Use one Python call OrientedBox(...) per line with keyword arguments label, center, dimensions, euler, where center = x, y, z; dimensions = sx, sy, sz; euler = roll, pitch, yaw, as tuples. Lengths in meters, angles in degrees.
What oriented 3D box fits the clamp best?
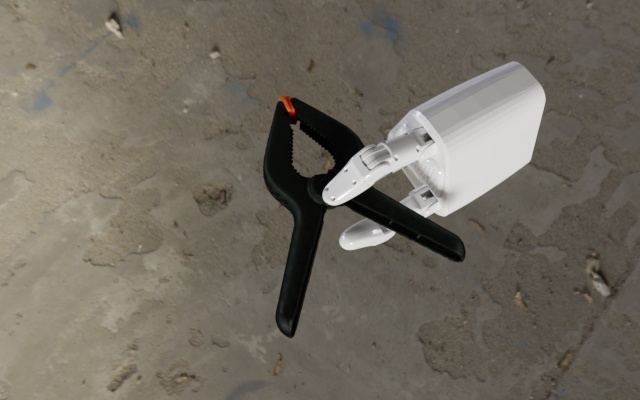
OrientedBox(label="clamp", center=(0.000, 0.001, 0.414), dimensions=(0.164, 0.210, 0.036), euler=(-29, -20, -10))
